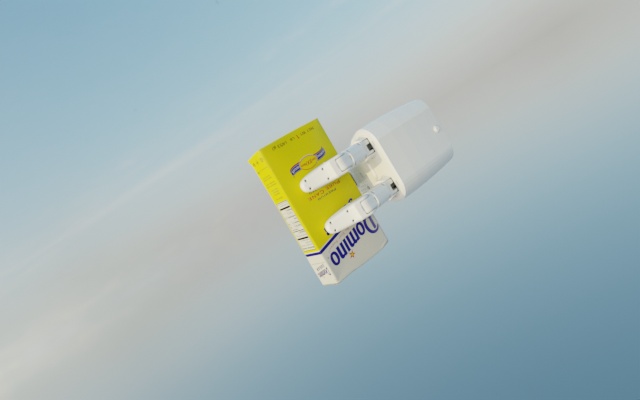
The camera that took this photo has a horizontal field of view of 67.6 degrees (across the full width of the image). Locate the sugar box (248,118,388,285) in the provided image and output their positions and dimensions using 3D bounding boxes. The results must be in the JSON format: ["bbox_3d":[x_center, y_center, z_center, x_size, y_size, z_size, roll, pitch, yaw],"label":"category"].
[{"bbox_3d":[0.000,0.002,0.566,0.093,0.176,0.048,-34,4,-30],"label":"sugar box"}]
